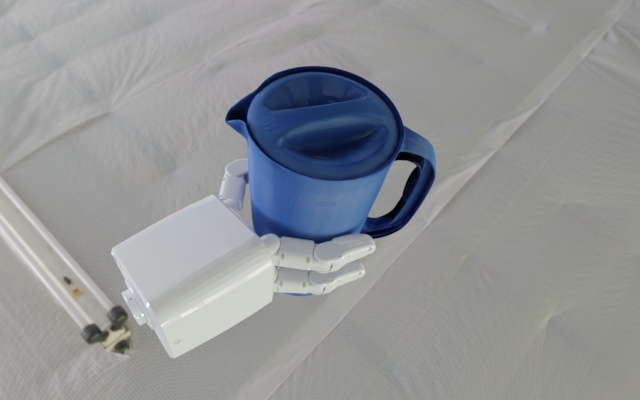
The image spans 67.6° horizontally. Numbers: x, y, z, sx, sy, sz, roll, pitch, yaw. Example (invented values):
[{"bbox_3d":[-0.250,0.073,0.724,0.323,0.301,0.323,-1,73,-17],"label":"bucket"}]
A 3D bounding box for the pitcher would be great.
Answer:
[{"bbox_3d":[0.000,0.002,0.483,0.145,0.149,0.243,-30,-27,-26],"label":"pitcher"}]
